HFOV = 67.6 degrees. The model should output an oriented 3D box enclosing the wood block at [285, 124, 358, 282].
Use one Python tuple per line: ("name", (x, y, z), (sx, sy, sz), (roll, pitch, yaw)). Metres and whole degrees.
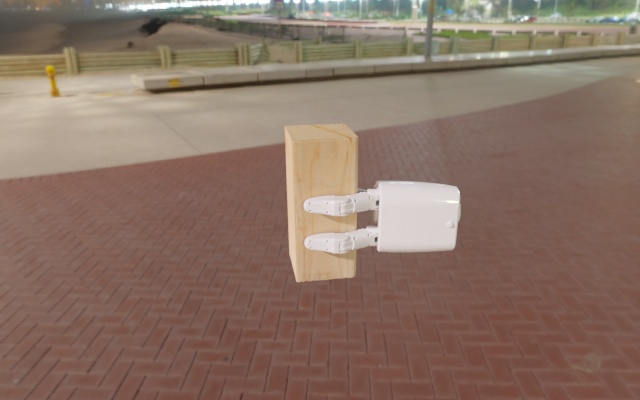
("wood block", (0.000, 0.002, 0.684), (0.090, 0.206, 0.090), (-4, 22, -8))
